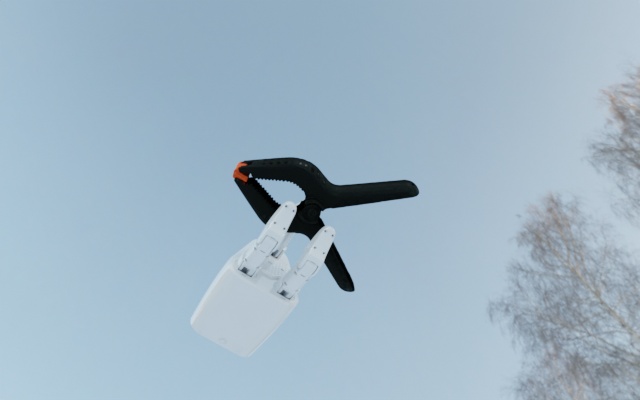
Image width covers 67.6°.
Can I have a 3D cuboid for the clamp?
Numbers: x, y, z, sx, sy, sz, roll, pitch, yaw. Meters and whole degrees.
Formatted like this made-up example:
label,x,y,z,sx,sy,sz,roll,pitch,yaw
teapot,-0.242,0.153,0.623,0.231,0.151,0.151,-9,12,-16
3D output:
label,x,y,z,sx,sy,sz,roll,pitch,yaw
clamp,0.000,0.001,0.567,0.210,0.164,0.036,33,18,-12
